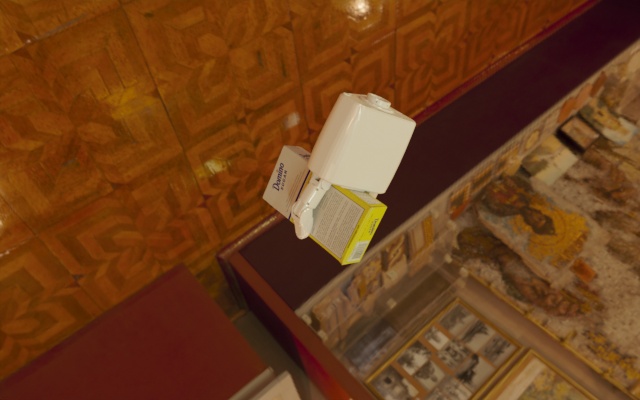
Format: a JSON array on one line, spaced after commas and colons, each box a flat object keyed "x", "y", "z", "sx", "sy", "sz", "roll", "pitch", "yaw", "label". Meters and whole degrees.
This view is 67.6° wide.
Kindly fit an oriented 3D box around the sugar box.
[{"x": 0.001, "y": 0.002, "z": 0.673, "sx": 0.048, "sy": 0.093, "sz": 0.176, "roll": 1, "pitch": 31, "yaw": -49, "label": "sugar box"}]
